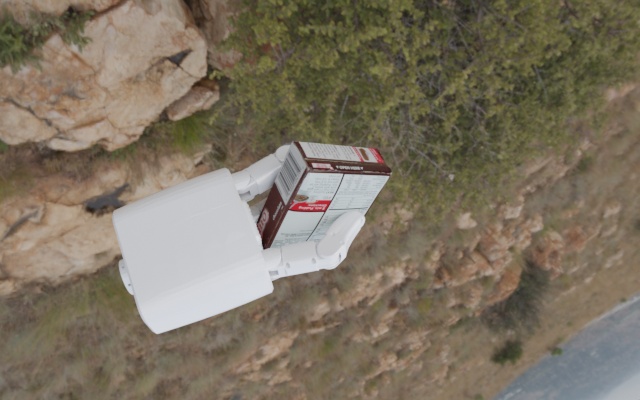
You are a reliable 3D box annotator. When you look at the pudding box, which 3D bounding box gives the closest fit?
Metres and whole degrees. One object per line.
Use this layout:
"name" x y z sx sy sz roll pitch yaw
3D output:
"pudding box" 0.000 0.002 0.439 0.090 0.039 0.114 0 -43 -32
